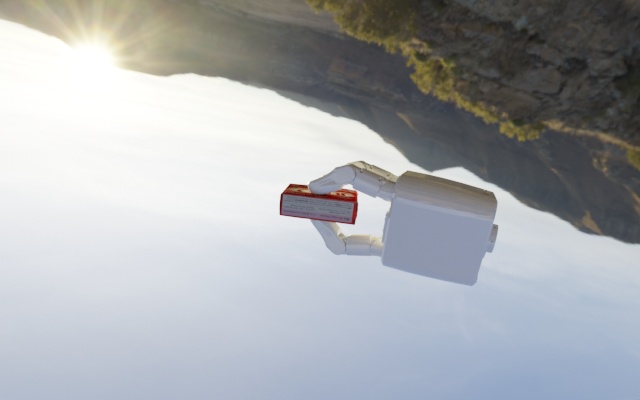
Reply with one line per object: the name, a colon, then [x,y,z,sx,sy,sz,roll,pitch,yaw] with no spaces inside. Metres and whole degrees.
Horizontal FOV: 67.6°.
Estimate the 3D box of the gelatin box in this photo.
gelatin box: [0.000,0.002,0.568,0.089,0.030,0.073,6,11,3]
